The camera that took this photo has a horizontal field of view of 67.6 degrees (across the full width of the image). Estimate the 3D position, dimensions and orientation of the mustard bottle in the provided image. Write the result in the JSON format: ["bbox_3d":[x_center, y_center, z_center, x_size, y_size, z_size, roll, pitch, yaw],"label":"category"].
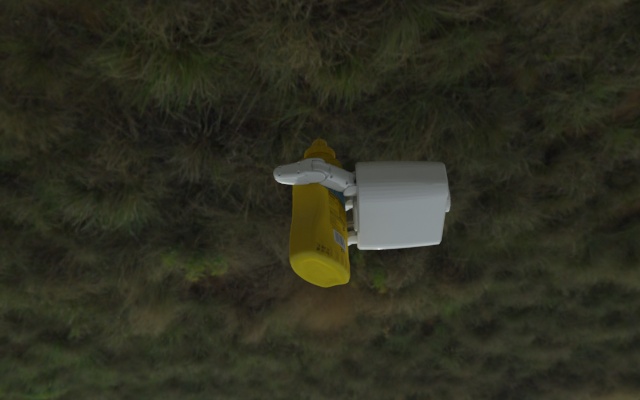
[{"bbox_3d":[0.000,0.002,0.589,0.058,0.191,0.096,-16,-36,23],"label":"mustard bottle"}]
